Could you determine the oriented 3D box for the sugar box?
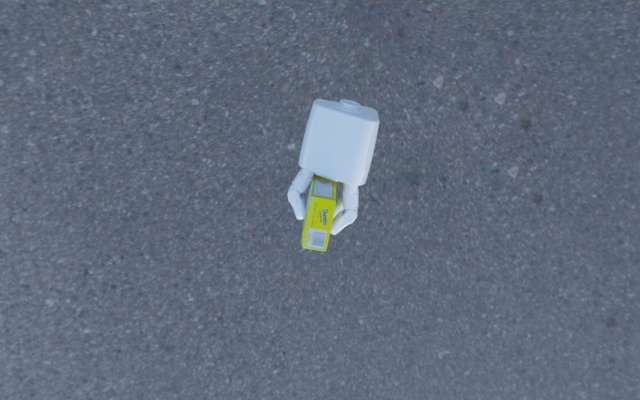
[{"bbox_3d":[0.001,0.003,0.809,0.048,0.093,0.176,11,24,0],"label":"sugar box"}]
